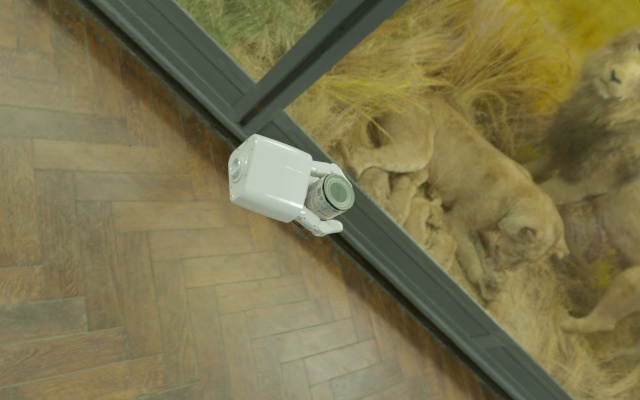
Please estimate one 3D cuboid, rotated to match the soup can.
[{"bbox_3d":[0.001,0.003,0.814,0.068,0.068,0.102,0,-21,-41],"label":"soup can"}]
